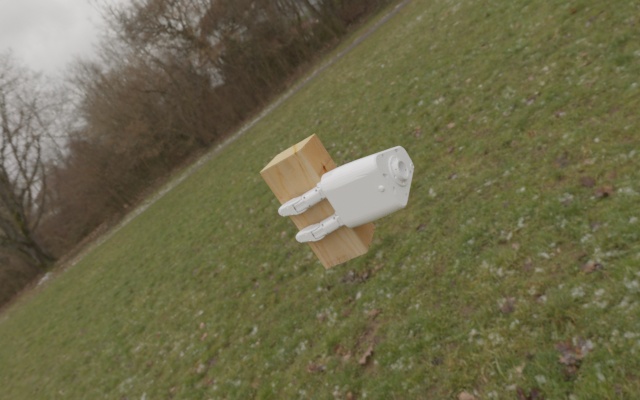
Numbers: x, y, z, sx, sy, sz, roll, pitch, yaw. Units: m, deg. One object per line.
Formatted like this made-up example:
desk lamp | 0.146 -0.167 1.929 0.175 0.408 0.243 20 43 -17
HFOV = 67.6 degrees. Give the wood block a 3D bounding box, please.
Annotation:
wood block | 0.000 0.002 0.829 0.090 0.206 0.090 -26 15 26
